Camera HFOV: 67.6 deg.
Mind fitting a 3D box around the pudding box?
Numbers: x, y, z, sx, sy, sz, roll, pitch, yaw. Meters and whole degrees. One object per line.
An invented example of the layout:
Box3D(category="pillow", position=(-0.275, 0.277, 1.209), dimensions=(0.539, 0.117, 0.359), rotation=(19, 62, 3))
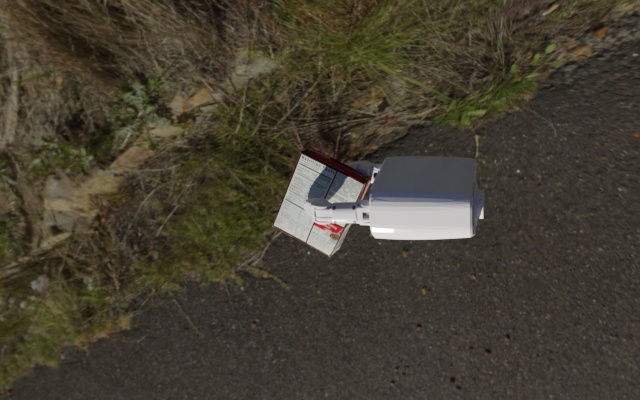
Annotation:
Box3D(category="pudding box", position=(0.000, 0.002, 0.599), dimensions=(0.090, 0.113, 0.039), rotation=(28, 22, 11))
